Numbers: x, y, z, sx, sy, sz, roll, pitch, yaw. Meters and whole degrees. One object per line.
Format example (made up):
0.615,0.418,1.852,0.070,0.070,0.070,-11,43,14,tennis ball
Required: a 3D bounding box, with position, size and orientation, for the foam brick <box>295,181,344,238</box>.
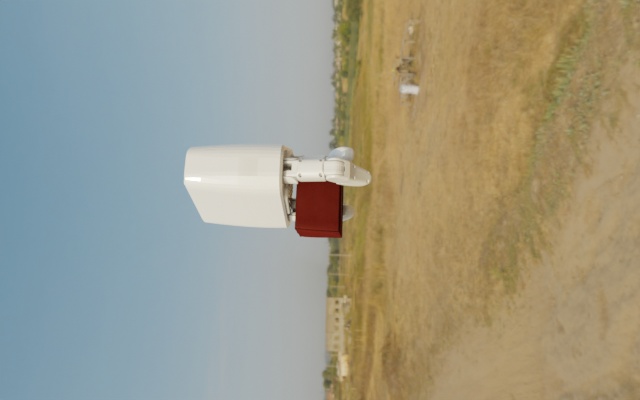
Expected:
0.000,0.002,0.546,0.051,0.078,0.053,1,-14,4,foam brick
